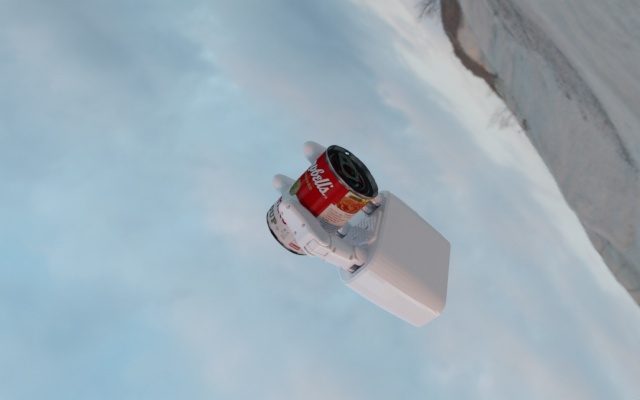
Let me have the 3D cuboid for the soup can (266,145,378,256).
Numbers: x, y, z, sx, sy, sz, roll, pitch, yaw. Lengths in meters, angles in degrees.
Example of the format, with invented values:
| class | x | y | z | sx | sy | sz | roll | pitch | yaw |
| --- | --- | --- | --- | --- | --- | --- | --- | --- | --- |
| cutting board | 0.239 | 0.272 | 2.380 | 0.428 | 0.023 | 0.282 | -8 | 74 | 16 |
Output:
| class | x | y | z | sx | sy | sz | roll | pitch | yaw |
| --- | --- | --- | --- | --- | --- | --- | --- | --- | --- |
| soup can | -0.001 | 0.002 | 0.491 | 0.102 | 0.068 | 0.068 | -44 | -24 | 28 |
